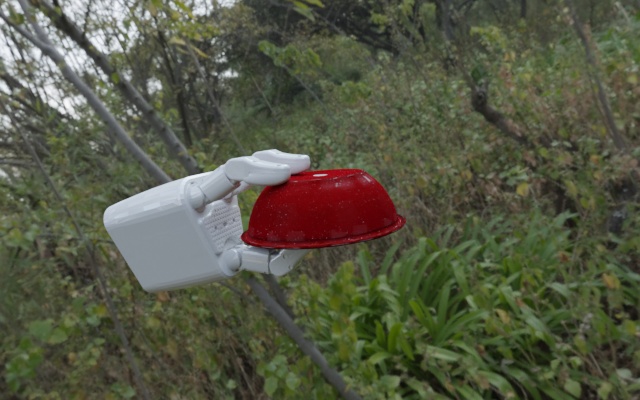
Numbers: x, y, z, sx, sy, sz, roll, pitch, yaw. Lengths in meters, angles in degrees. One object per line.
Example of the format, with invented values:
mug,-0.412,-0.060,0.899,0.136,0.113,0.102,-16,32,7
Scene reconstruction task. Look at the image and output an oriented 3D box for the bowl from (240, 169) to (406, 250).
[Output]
bowl,0.001,0.001,0.467,0.162,0.055,0.162,-5,8,1
